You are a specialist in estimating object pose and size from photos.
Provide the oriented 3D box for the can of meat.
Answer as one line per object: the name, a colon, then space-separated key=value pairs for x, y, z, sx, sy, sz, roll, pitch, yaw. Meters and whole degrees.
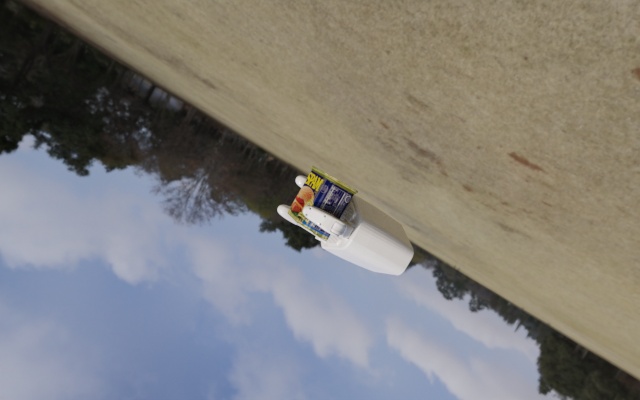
can of meat: x=0.000 y=0.003 z=0.711 sx=0.057 sy=0.084 sz=0.102 roll=29 pitch=3 yaw=-21
